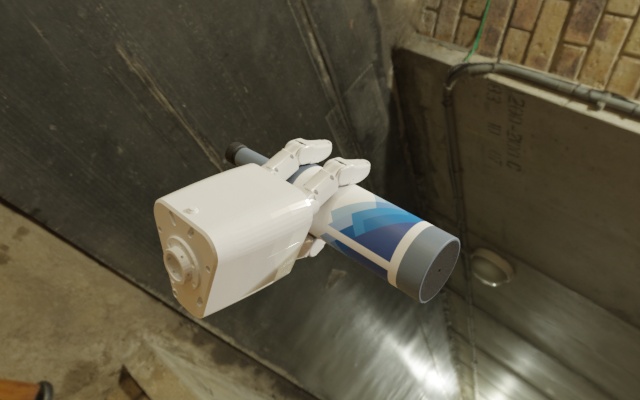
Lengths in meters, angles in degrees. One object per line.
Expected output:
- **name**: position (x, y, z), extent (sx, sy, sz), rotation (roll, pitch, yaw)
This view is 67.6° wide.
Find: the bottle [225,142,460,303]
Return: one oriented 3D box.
- **bottle**: position (0.000, 0.002, 0.506), extent (0.295, 0.069, 0.069), rotation (30, 17, 33)
